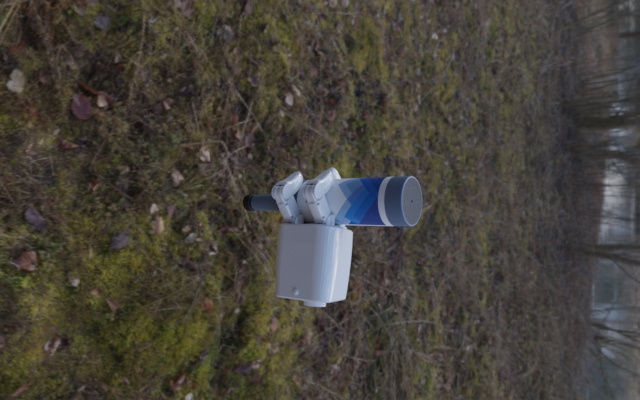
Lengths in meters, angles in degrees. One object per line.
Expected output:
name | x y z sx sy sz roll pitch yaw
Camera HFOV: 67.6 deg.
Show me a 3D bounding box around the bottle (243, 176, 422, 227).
bottle | 0.000 0.002 0.710 0.296 0.069 0.069 -1 0 35
